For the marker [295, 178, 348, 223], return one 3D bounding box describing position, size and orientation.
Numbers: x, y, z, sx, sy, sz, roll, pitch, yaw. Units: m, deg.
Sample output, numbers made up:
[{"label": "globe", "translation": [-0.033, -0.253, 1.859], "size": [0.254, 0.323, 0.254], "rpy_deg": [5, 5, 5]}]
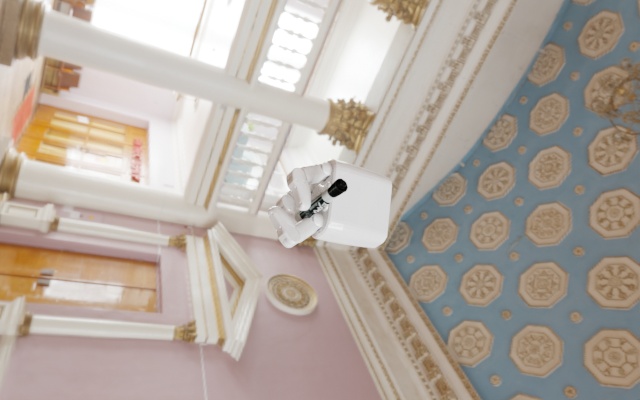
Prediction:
[{"label": "marker", "translation": [0.000, 0.002, 0.642], "size": [0.020, 0.020, 0.121], "rpy_deg": [0, -23, -32]}]
